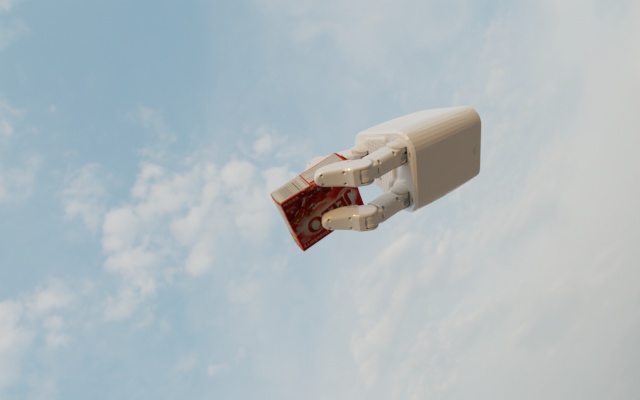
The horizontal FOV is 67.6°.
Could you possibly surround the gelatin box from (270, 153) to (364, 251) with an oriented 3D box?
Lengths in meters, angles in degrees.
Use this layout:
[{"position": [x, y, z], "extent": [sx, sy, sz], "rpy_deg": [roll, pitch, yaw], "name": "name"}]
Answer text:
[{"position": [0.000, 0.002, 0.521], "extent": [0.089, 0.073, 0.030], "rpy_deg": [-33, 39, -12], "name": "gelatin box"}]
